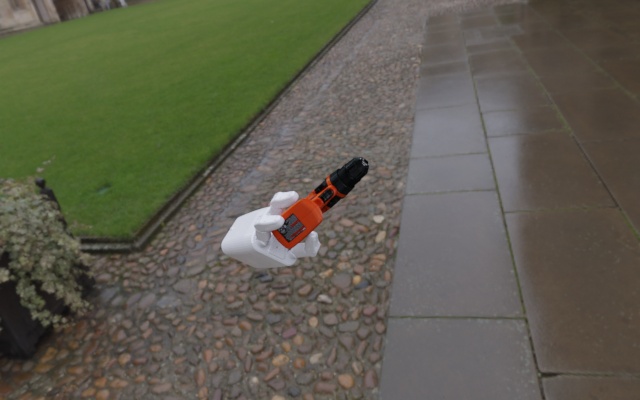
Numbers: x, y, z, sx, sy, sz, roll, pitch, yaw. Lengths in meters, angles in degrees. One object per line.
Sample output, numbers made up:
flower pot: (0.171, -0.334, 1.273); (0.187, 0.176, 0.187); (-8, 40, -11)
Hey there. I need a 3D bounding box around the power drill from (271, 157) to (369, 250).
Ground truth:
power drill: (0.000, 0.003, 0.875); (0.184, 0.057, 0.187); (-43, -1, 31)
